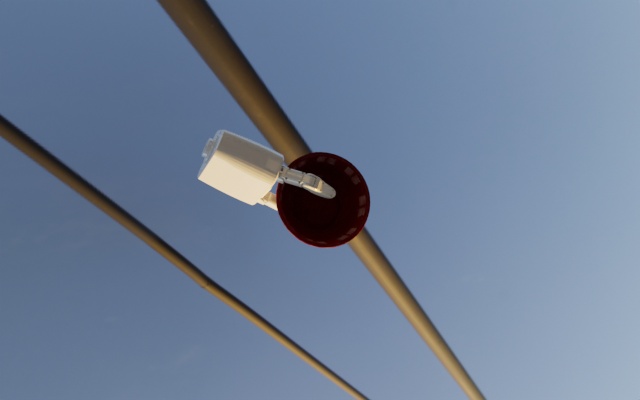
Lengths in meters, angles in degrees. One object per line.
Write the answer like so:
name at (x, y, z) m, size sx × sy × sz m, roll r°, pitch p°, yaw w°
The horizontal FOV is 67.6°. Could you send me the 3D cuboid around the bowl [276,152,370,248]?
bowl at (0.001, 0.004, 0.809) m, size 0.162 × 0.162 × 0.055 m, roll 0°, pitch -12°, yaw -15°
